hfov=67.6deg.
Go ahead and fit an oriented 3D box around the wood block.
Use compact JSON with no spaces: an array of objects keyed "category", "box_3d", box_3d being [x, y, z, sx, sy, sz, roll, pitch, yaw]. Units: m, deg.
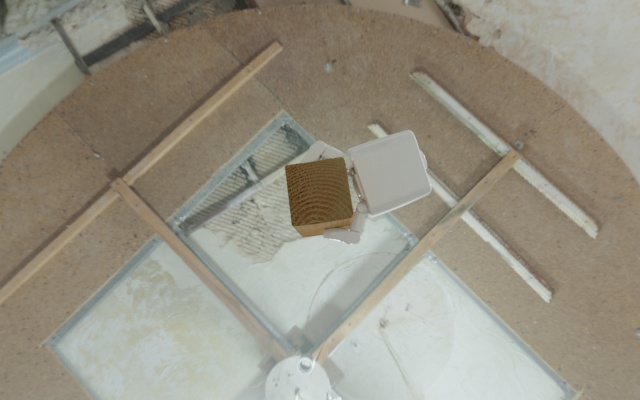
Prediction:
[{"category":"wood block","box_3d":[0.001,0.003,0.770,0.090,0.091,0.206,-9,-9,1]}]
